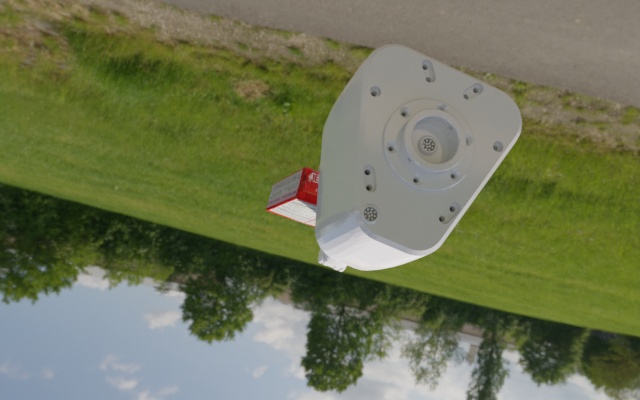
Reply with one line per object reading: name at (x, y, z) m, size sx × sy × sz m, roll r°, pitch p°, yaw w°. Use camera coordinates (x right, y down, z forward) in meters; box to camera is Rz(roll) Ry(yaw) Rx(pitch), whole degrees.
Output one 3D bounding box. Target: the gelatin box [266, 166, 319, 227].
gelatin box at (0.000, 0.002, 0.426) m, size 0.073 × 0.030 × 0.089 m, roll 19°, pitch -16°, yaw -19°
